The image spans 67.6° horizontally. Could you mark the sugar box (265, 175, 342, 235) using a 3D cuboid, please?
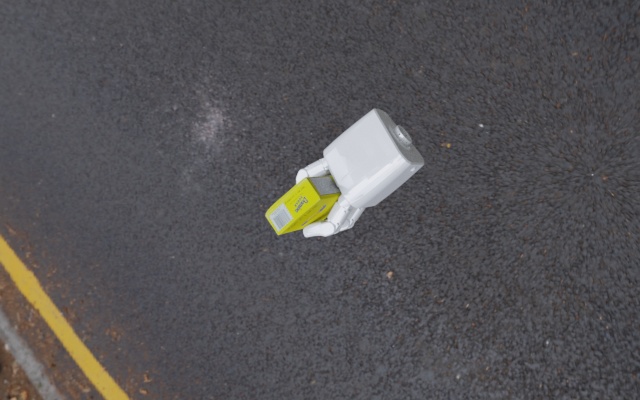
[{"bbox_3d":[0.000,0.003,0.749,0.093,0.048,0.176,-40,-16,26],"label":"sugar box"}]
